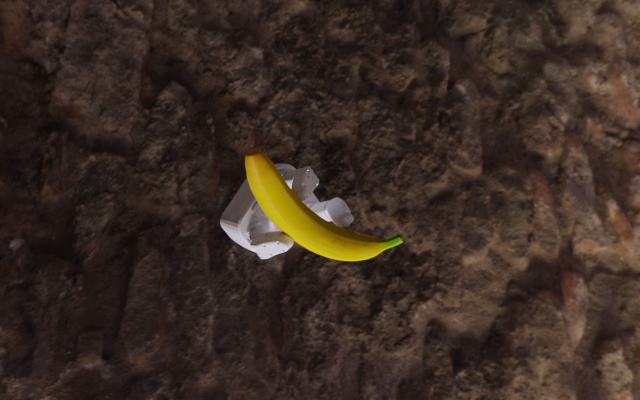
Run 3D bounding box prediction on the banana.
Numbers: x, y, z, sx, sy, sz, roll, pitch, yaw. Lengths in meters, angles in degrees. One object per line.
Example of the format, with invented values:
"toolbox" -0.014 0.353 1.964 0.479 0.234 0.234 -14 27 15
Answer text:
"banana" -0.008 0.018 0.510 0.198 0.069 0.037 30 14 -22
